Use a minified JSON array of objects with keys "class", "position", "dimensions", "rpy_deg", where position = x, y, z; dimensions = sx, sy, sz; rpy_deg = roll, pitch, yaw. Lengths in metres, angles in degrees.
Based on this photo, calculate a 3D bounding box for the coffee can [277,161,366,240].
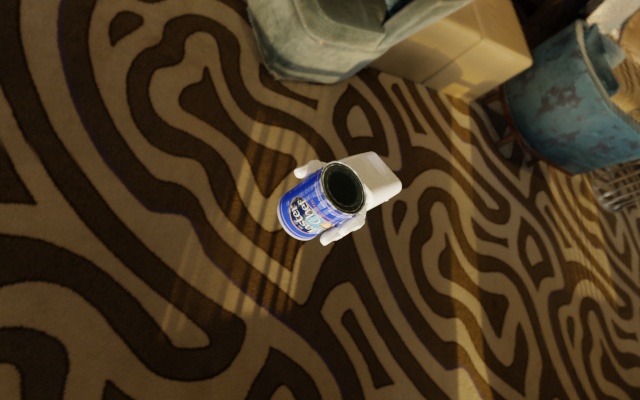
[{"class":"coffee can","position":[0.000,0.003,0.878],"dimensions":[0.103,0.102,0.140],"rpy_deg":[0,-22,-39]}]
